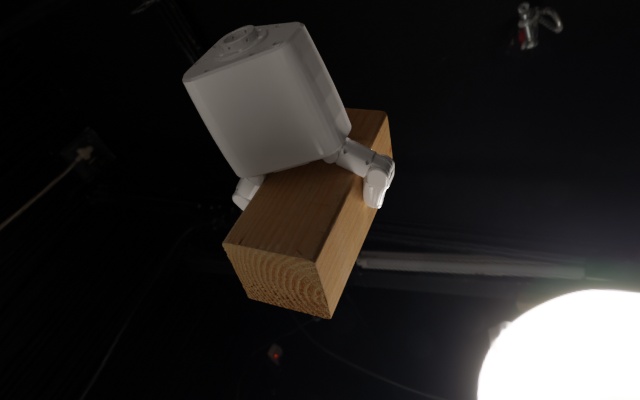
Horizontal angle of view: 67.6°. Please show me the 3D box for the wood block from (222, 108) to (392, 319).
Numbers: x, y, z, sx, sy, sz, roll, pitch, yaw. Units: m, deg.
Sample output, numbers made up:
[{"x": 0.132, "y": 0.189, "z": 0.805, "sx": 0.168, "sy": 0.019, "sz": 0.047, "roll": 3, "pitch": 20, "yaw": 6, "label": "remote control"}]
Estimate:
[{"x": 0.000, "y": 0.001, "z": 0.485, "sx": 0.091, "sy": 0.090, "sz": 0.206, "roll": 9, "pitch": 48, "yaw": 23, "label": "wood block"}]
